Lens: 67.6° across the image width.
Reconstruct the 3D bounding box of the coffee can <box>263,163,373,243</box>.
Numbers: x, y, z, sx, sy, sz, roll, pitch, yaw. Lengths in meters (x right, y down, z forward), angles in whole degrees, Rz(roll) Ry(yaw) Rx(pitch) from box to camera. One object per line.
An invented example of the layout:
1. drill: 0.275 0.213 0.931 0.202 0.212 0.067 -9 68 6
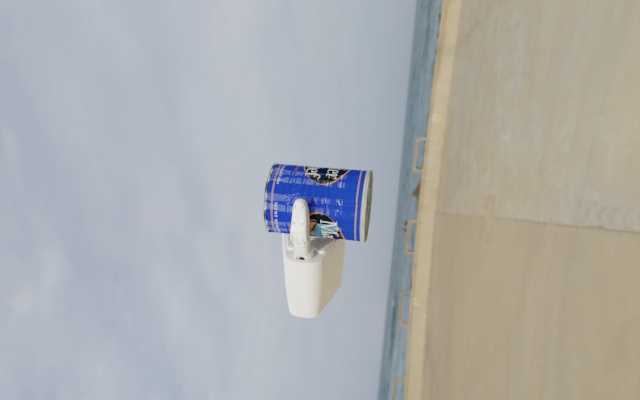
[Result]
1. coffee can: 0.000 0.002 0.685 0.140 0.103 0.103 5 1 9
